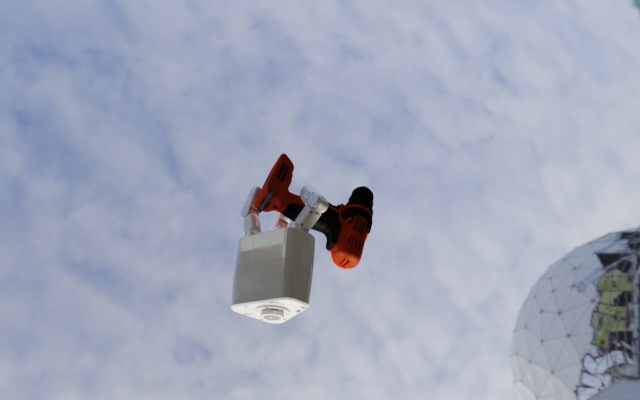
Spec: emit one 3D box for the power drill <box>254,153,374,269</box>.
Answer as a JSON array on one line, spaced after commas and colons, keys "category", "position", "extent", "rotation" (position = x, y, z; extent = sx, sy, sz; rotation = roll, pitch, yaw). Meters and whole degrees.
[{"category": "power drill", "position": [0.000, 0.002, 0.769], "extent": [0.187, 0.057, 0.184], "rotation": [30, 38, -8]}]
